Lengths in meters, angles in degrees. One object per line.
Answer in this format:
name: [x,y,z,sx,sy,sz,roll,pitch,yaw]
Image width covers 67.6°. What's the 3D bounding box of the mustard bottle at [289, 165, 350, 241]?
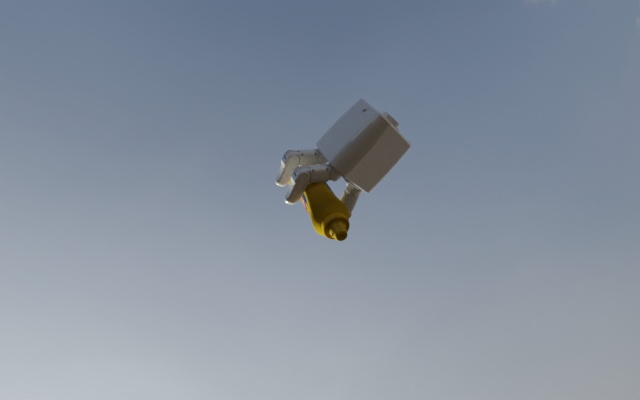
mustard bottle: [0.000,0.003,0.754,0.058,0.096,0.191,-27,37,-5]
